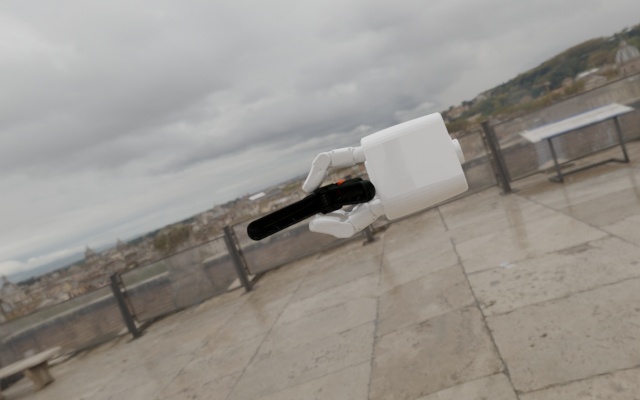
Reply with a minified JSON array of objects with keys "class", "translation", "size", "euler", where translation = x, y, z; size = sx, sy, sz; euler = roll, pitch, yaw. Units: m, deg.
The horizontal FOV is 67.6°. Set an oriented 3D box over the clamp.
[{"class":"clamp","translation":[0.000,0.001,0.638],"size":[0.164,0.036,0.210],"euler":[-20,4,12]}]
